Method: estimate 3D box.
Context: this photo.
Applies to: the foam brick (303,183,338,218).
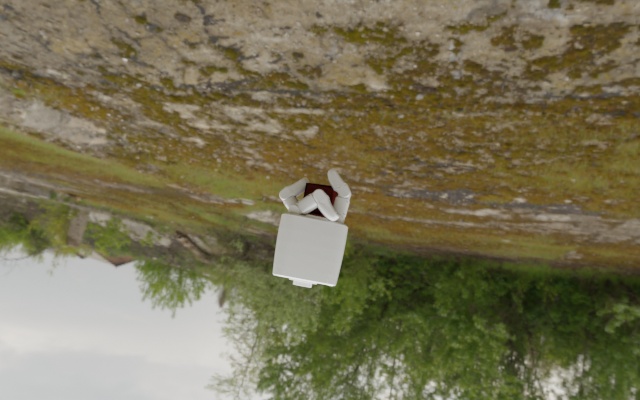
[{"bbox_3d":[0.000,0.003,0.871,0.053,0.051,0.078,8,-9,11],"label":"foam brick"}]
